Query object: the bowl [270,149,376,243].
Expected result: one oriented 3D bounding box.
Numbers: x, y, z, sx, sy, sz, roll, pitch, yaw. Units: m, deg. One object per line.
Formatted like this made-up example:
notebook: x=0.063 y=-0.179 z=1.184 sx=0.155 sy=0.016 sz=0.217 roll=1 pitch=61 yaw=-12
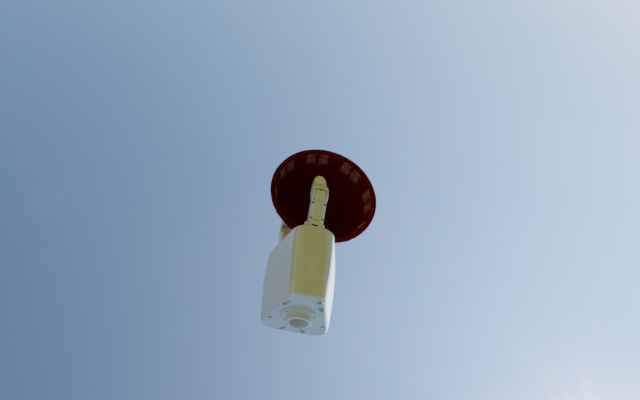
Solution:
bowl: x=0.000 y=0.002 z=0.729 sx=0.162 sy=0.162 sz=0.055 roll=0 pitch=-29 yaw=-16
